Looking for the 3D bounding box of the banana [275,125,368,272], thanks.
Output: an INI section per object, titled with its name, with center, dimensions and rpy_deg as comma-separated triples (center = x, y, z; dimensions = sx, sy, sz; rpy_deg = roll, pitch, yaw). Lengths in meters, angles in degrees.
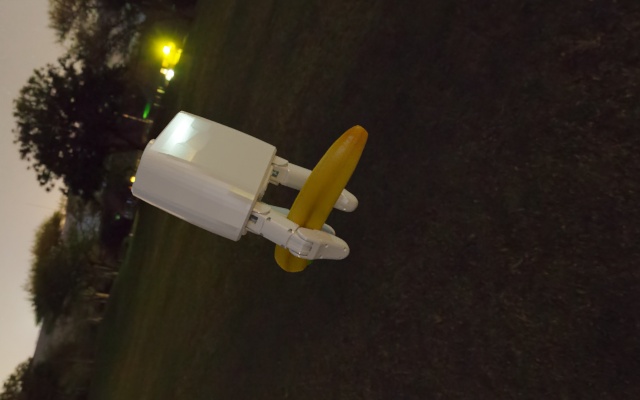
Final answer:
[banana]
center = -0.009, 0.014, 0.473
dimensions = 0.037, 0.198, 0.069
rpy_deg = 31, 41, 7
